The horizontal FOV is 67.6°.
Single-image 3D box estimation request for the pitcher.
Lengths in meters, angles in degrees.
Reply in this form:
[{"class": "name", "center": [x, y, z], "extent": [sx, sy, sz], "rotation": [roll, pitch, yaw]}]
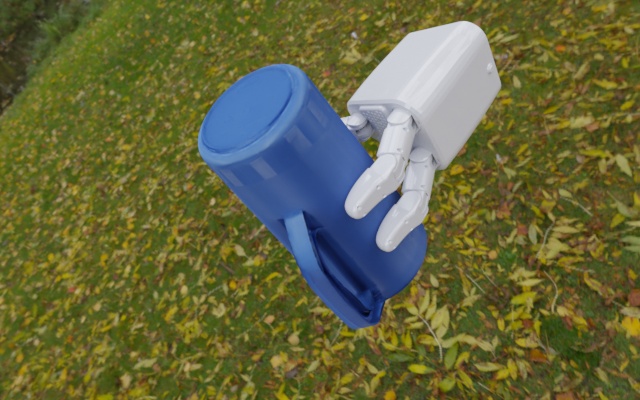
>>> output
[{"class": "pitcher", "center": [0.000, 0.001, 0.452], "extent": [0.149, 0.145, 0.243], "rotation": [30, -14, 46]}]
